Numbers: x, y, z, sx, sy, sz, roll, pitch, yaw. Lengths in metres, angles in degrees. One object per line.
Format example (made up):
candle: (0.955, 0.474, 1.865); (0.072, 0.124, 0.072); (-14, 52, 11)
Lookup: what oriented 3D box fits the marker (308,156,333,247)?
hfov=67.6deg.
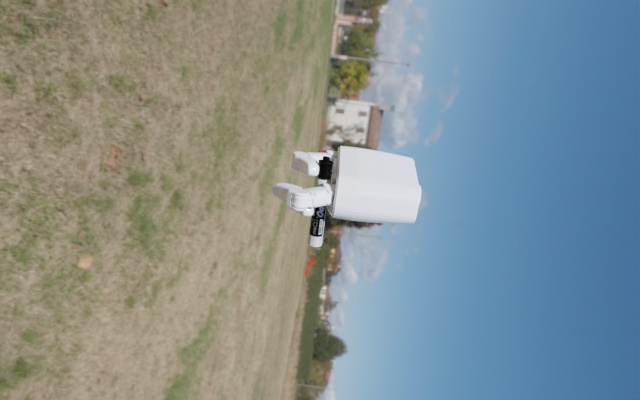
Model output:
marker: (0.000, 0.002, 0.616); (0.020, 0.121, 0.020); (7, 19, -2)
